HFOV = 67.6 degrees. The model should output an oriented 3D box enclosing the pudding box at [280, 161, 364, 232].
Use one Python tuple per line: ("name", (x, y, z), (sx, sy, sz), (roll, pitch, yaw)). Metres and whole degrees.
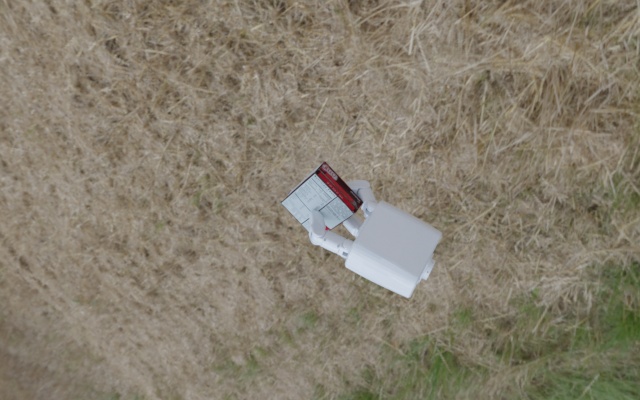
("pudding box", (0.000, 0.003, 0.761), (0.113, 0.090, 0.039), (-38, 7, 45))
